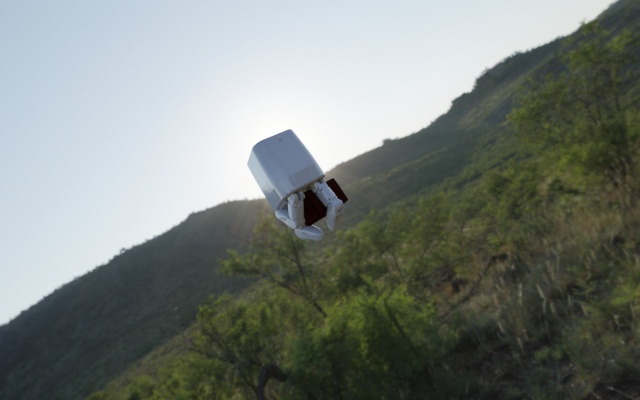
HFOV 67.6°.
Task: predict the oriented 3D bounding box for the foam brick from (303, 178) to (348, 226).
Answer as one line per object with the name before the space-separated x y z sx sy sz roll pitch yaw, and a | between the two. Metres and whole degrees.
foam brick | 0.000 0.003 0.864 0.078 0.051 0.053 -29 -8 -38
